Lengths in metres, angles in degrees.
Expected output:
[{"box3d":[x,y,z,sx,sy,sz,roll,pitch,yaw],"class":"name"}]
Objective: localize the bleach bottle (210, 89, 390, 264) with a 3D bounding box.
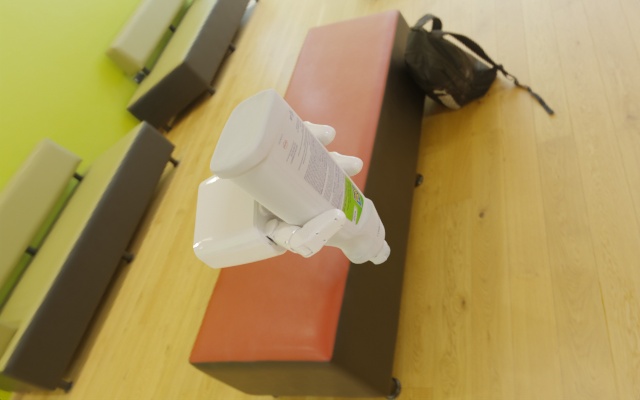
[{"box3d":[0.000,0.002,0.515,0.068,0.102,0.251,-18,-46,33],"class":"bleach bottle"}]
